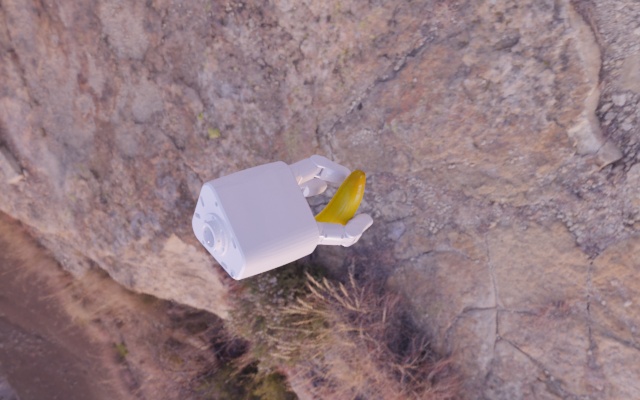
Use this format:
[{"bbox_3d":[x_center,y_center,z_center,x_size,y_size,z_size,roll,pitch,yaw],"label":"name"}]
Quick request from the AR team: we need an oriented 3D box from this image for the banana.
[{"bbox_3d":[0.004,0.021,0.651,0.037,0.069,0.198,-11,-10,-35],"label":"banana"}]
